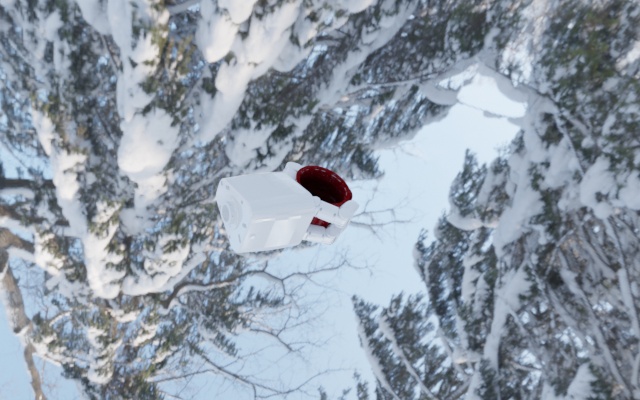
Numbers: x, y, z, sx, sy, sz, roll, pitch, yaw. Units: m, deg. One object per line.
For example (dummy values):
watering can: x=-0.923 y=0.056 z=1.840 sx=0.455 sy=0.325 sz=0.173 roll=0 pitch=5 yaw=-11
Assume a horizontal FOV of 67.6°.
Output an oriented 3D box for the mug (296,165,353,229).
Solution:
mug: x=0.001 y=0.003 z=0.785 sx=0.117 sy=0.081 sz=0.093 roll=-5 pitch=48 yaw=-36
